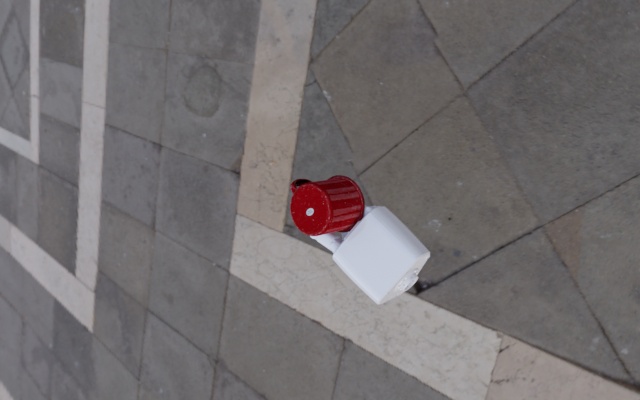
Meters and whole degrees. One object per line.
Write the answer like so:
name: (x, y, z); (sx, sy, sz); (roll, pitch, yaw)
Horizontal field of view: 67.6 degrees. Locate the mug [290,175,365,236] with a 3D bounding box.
mug: (-0.001, 0.002, 0.744); (0.117, 0.093, 0.081); (43, 30, 26)
